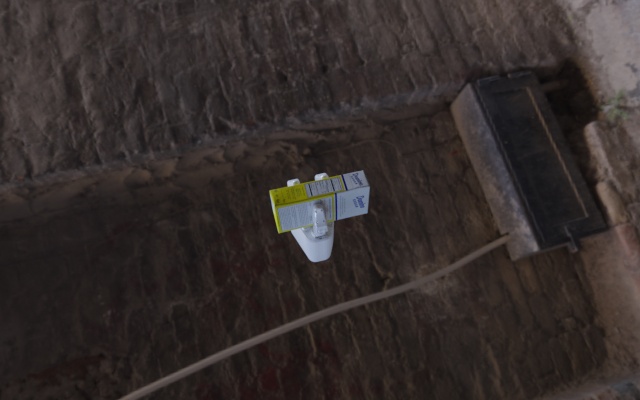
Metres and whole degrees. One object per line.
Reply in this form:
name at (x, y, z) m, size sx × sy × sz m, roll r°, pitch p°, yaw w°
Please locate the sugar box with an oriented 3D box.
sugar box at (0.000, 0.003, 0.883) m, size 0.176 × 0.048 × 0.093 m, roll -14°, pitch -33°, yaw -8°
